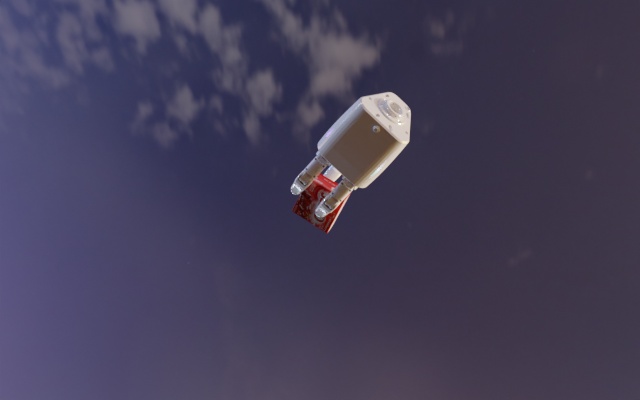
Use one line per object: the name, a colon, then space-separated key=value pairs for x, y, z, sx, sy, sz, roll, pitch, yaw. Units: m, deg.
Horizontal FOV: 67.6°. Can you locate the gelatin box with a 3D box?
gelatin box: x=0.000 y=0.003 z=0.802 sx=0.073 sy=0.089 sz=0.030 roll=32 pitch=43 yaw=5
